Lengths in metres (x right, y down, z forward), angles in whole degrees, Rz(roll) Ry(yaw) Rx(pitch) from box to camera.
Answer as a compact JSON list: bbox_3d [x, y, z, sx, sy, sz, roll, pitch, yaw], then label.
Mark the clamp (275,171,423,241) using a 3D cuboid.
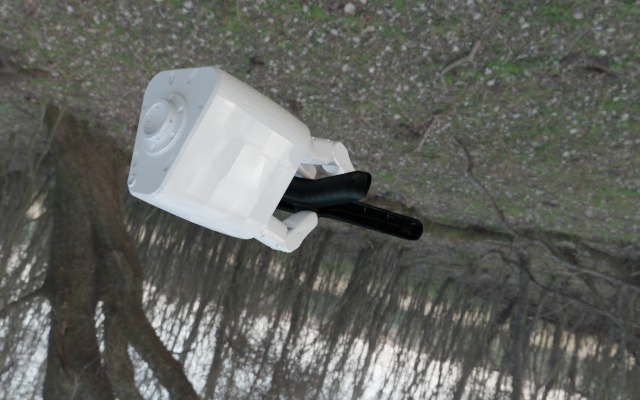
[{"bbox_3d":[-0.001,0.002,0.514,0.210,0.036,0.165,7,-16,38],"label":"clamp"}]
